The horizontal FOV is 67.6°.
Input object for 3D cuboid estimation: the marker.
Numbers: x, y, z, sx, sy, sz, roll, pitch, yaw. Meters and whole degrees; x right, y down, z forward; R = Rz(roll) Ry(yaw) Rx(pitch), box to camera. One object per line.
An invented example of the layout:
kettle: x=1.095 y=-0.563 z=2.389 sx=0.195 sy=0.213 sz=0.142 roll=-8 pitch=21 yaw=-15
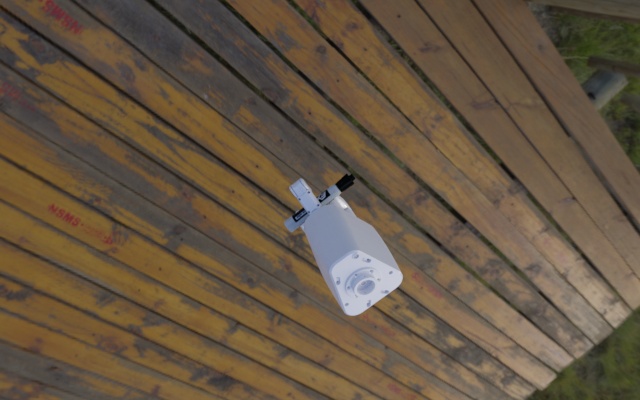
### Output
marker: x=0.000 y=0.002 z=0.686 sx=0.121 sy=0.020 sz=0.020 roll=-38 pitch=-4 yaw=6
